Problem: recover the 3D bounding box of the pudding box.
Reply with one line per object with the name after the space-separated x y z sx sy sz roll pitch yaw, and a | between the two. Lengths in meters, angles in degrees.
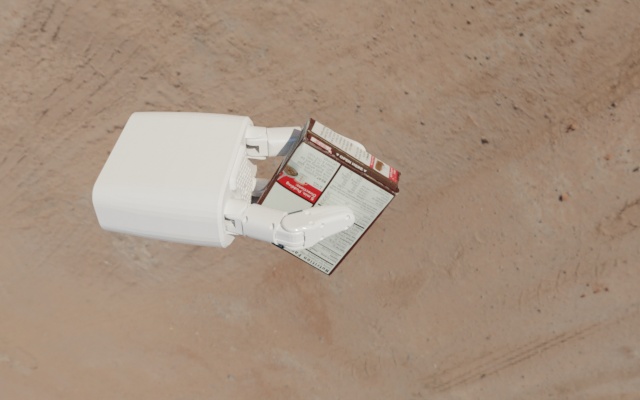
0.000 0.001 0.405 0.090 0.113 0.039 30 36 -9 | pudding box
